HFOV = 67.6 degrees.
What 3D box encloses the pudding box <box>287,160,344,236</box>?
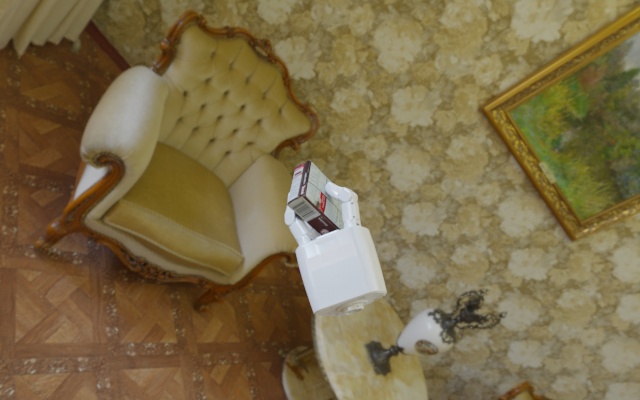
[{"bbox_3d":[0.000,0.003,0.785,0.039,0.090,0.113,-26,-55,28],"label":"pudding box"}]
